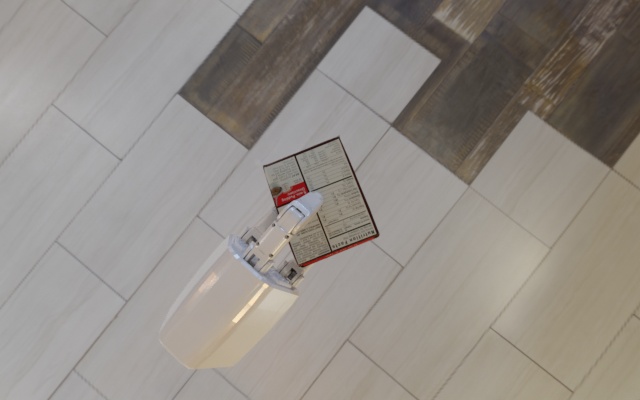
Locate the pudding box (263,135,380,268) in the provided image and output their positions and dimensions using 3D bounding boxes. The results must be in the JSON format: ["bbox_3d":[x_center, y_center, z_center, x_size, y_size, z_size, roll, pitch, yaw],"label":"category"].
[{"bbox_3d":[0.000,0.002,0.494,0.090,0.113,0.039,-21,-6,1],"label":"pudding box"}]
